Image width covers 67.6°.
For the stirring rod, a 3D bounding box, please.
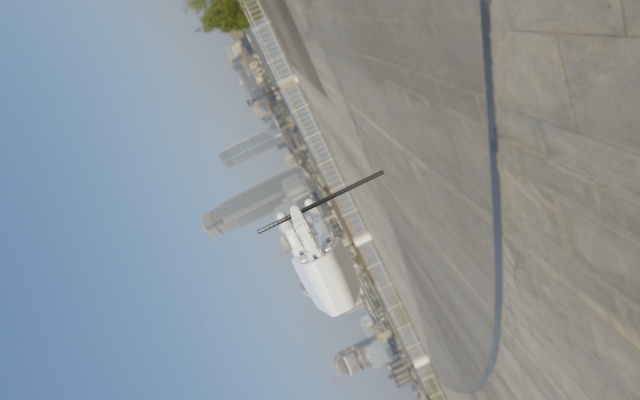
[{"bbox_3d":[0.000,0.003,0.825,0.239,0.011,0.011,-26,0,0],"label":"stirring rod"}]
